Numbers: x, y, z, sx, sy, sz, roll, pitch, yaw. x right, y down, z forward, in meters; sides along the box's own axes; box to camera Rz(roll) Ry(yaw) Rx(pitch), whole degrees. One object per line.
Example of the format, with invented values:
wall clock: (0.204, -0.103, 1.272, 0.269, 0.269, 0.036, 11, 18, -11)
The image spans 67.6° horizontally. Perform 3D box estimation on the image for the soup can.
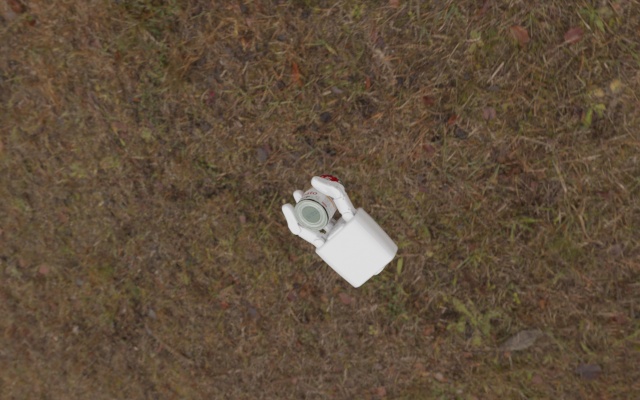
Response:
soup can: (0.000, 0.003, 0.891, 0.068, 0.068, 0.102, 0, 29, 24)
